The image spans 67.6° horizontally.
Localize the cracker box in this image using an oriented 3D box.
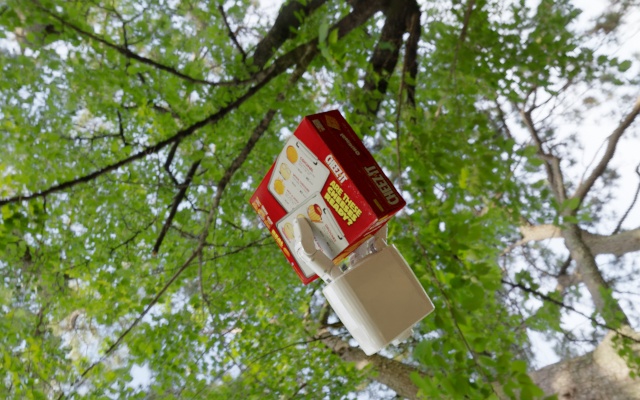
[{"bbox_3d":[0.000,0.002,0.681,0.072,0.164,0.214,-24,-16,-40],"label":"cracker box"}]
